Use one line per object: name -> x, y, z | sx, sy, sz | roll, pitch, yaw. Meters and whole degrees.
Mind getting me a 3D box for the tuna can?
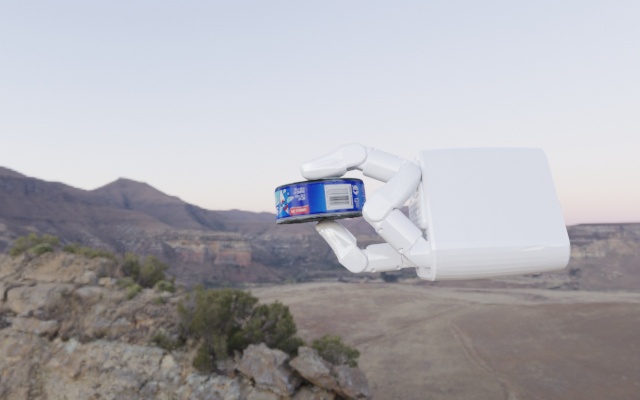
tuna can -> 0.000, 0.001, 0.444 | 0.086, 0.033, 0.086 | -6, -5, 0
